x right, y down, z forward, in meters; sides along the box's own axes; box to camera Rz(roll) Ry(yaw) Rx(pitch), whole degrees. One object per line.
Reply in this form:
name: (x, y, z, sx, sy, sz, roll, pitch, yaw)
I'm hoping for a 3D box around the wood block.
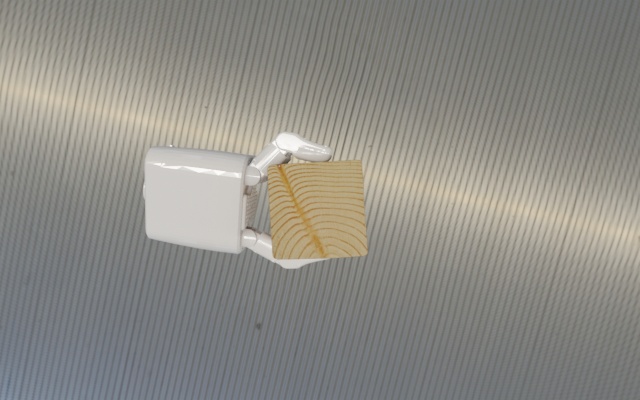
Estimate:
wood block: (0.000, 0.002, 0.539, 0.090, 0.091, 0.206, -3, 4, 2)
